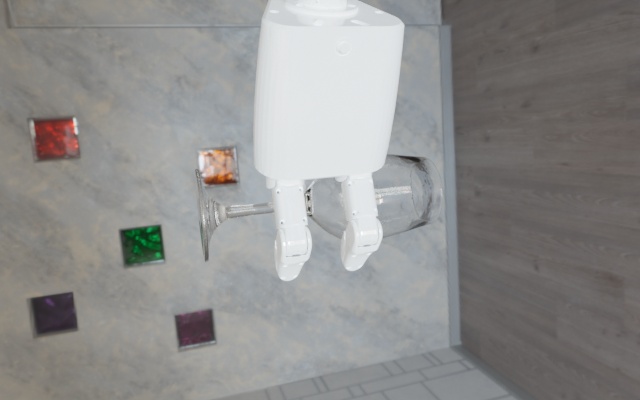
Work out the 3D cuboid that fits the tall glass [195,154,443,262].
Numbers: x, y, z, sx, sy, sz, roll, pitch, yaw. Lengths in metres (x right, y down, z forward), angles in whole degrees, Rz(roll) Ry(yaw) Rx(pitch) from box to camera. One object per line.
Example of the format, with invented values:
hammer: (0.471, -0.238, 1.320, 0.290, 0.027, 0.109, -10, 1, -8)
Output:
tall glass: (-0.001, 0.001, 0.405, 0.201, 0.079, 0.079, -6, 2, -16)
